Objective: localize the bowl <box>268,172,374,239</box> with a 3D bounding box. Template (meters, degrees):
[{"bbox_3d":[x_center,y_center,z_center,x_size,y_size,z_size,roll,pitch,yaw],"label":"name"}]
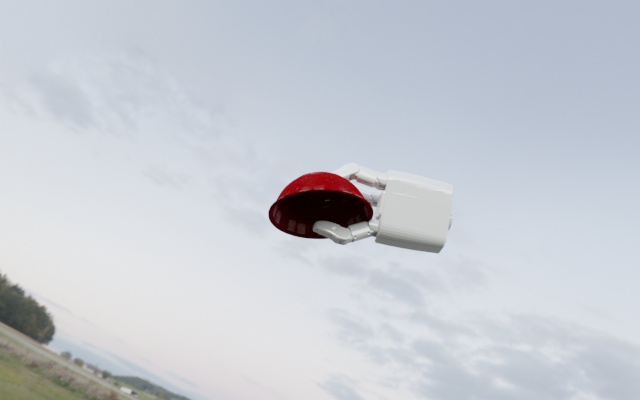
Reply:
[{"bbox_3d":[-0.001,0.002,0.743,0.162,0.055,0.162,-1,-30,-1],"label":"bowl"}]
